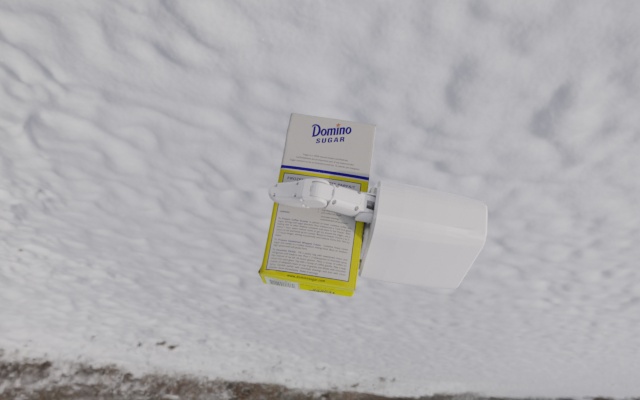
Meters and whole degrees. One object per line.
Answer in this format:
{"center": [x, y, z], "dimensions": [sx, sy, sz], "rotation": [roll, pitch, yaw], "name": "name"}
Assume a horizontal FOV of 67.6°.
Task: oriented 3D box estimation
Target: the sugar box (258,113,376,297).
{"center": [0.000, 0.002, 0.487], "dimensions": [0.093, 0.176, 0.048], "rotation": [9, -22, 2], "name": "sugar box"}
